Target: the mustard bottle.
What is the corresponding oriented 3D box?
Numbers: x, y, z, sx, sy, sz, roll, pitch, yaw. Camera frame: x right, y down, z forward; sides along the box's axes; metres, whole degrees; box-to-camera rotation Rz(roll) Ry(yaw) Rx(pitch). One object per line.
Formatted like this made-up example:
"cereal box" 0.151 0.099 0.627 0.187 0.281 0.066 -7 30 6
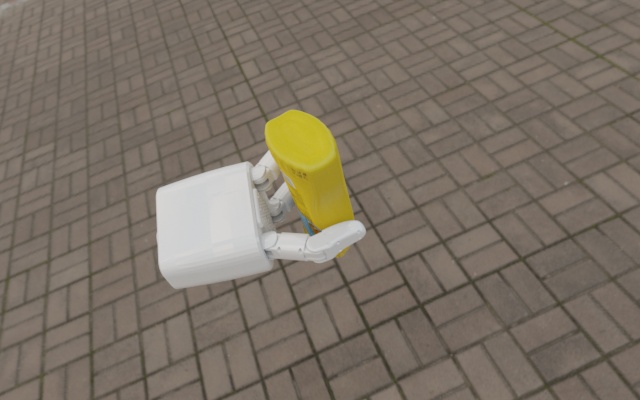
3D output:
"mustard bottle" 0.000 0.001 0.513 0.058 0.192 0.096 -32 48 -12
